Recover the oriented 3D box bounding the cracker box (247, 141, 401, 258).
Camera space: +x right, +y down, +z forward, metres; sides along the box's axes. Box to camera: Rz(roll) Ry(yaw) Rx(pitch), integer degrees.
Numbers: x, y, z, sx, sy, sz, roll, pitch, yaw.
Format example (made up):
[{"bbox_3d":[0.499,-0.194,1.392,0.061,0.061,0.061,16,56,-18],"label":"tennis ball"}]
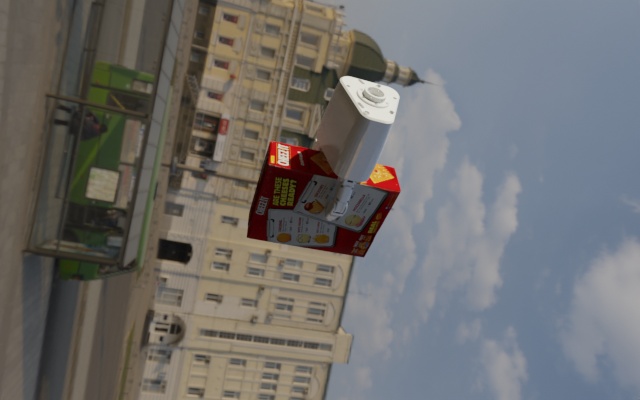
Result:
[{"bbox_3d":[0.000,0.003,0.790,0.214,0.164,0.072,11,40,-14],"label":"cracker box"}]
